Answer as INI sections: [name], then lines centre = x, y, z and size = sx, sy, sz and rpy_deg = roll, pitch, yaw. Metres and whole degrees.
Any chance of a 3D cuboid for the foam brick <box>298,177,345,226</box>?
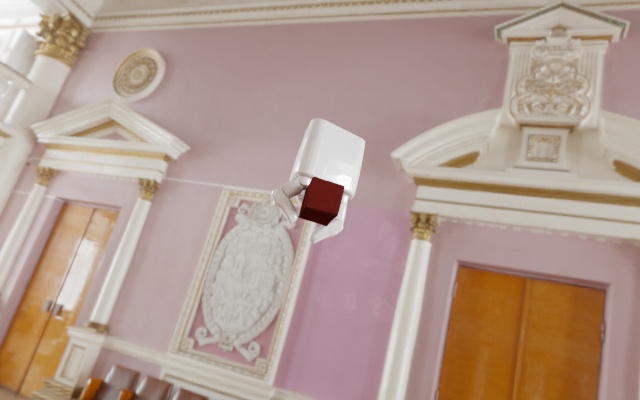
[foam brick]
centre = 0.000, 0.003, 0.751
size = 0.053, 0.051, 0.078
rpy_deg = 18, -17, -7
